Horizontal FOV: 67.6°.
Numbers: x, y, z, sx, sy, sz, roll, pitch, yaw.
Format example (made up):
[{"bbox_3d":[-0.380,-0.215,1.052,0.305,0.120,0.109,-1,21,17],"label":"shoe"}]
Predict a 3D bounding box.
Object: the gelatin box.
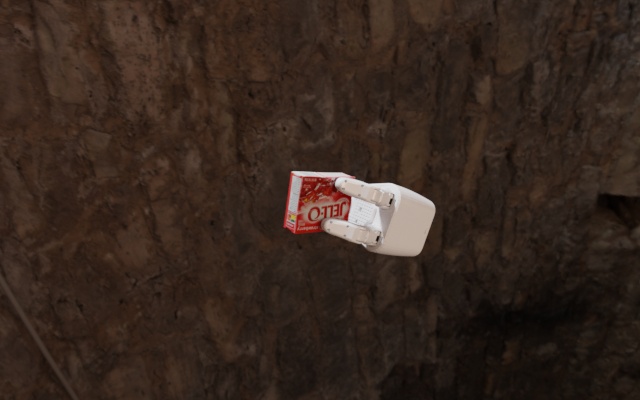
[{"bbox_3d":[0.000,0.002,0.611,0.089,0.073,0.030,-1,16,-39],"label":"gelatin box"}]
